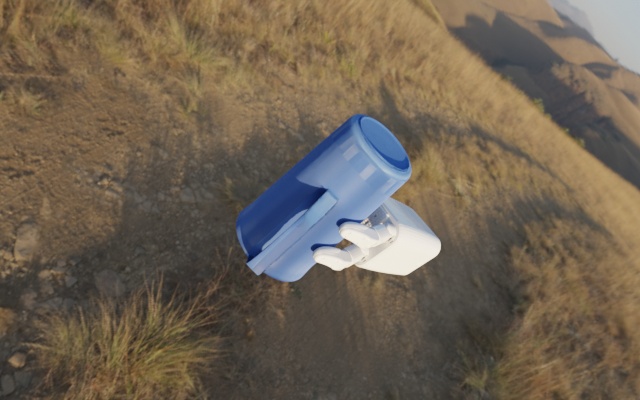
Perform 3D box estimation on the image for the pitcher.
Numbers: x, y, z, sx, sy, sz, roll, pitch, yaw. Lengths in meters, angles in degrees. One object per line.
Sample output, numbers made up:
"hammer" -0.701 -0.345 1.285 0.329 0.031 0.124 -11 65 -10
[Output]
"pitcher" 0.000 0.002 0.650 0.145 0.149 0.243 19 -49 -40
